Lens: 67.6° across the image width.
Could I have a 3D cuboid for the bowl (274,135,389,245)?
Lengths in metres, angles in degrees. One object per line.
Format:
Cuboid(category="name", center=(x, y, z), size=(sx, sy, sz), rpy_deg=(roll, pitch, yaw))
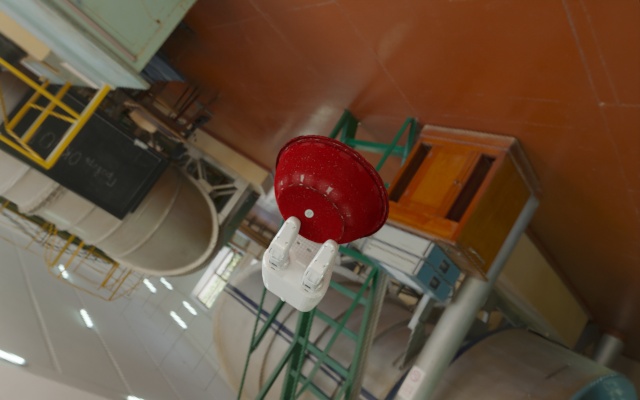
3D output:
Cuboid(category="bowl", center=(0.000, 0.001, 0.587), size=(0.162, 0.162, 0.055), rpy_deg=(0, 37, 36))
